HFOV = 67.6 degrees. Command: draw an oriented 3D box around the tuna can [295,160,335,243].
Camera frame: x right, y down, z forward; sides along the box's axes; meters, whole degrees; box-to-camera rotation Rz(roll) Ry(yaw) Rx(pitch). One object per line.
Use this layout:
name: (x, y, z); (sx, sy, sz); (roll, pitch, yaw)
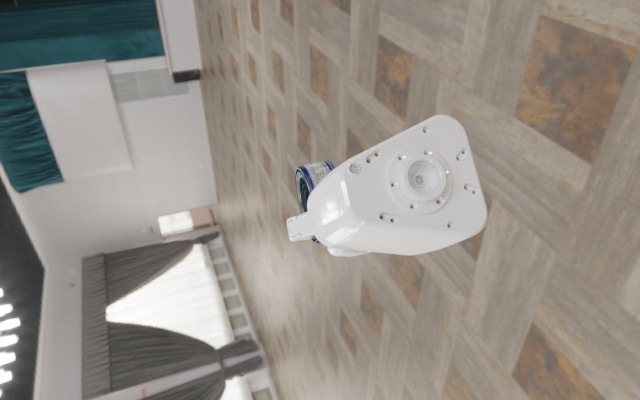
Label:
tuna can: (0.000, 0.002, 0.511); (0.034, 0.086, 0.086); (-14, 3, -12)
